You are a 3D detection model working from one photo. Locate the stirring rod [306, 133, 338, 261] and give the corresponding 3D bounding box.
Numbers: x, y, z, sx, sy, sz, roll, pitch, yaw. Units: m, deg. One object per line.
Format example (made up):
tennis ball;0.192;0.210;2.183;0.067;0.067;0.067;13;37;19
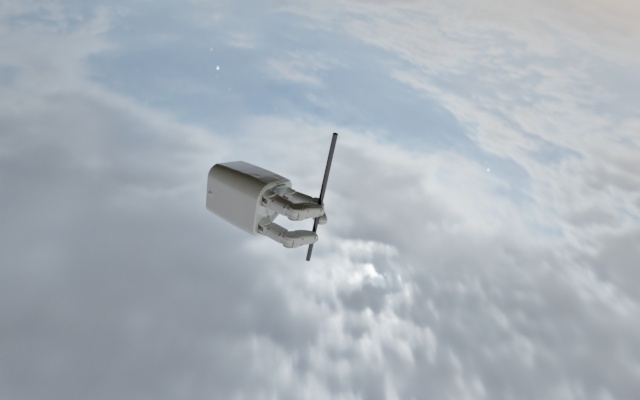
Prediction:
stirring rod;0.000;0.002;0.760;0.011;0.240;0.011;9;32;-6
